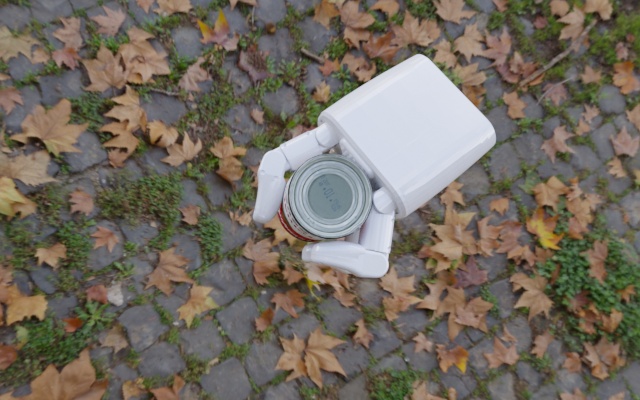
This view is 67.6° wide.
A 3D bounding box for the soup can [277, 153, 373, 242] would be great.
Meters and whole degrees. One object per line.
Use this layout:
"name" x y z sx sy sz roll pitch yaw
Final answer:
"soup can" 0.000 0.001 0.409 0.068 0.068 0.102 0 -5 -10
